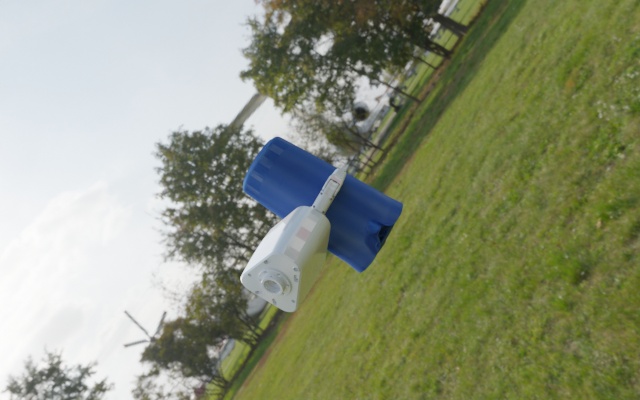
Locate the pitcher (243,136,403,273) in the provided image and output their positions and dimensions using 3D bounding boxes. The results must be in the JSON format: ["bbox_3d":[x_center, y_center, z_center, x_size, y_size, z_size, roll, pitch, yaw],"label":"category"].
[{"bbox_3d":[0.000,0.003,0.789,0.243,0.149,0.145,32,40,0],"label":"pitcher"}]
